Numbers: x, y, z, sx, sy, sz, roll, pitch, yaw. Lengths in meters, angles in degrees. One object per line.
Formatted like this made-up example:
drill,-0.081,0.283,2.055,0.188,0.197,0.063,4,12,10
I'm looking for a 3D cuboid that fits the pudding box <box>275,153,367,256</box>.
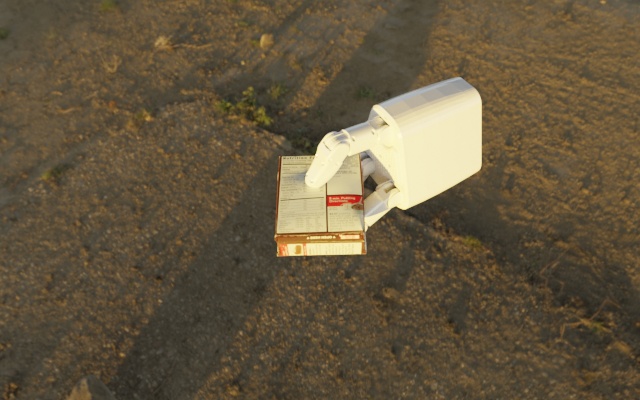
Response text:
pudding box,0.000,0.002,0.495,0.090,0.113,0.039,-2,-42,2
